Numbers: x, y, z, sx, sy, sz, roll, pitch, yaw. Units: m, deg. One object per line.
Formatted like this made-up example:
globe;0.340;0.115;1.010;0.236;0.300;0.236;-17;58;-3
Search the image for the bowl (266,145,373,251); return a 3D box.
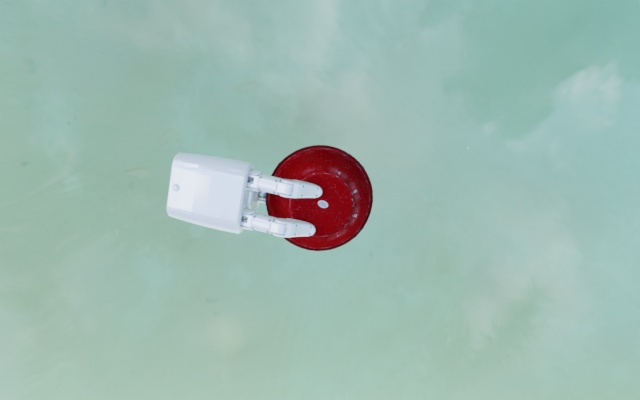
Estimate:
bowl;0.001;0.002;0.691;0.162;0.162;0.055;0;10;-3
